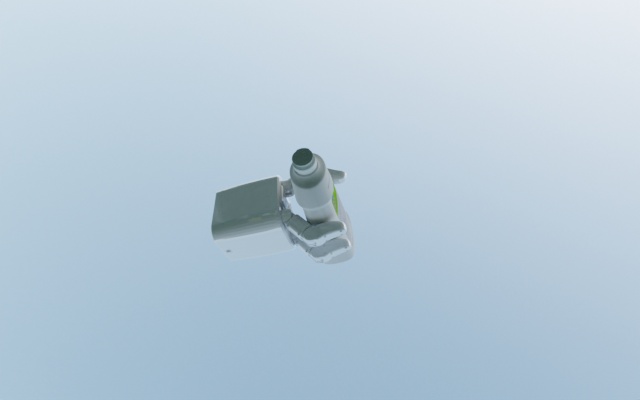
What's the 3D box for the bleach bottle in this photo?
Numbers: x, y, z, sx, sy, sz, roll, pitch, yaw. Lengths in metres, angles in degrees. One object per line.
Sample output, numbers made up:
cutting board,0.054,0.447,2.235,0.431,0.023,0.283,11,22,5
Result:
bleach bottle,0.000,0.002,0.713,0.068,0.102,0.251,-13,-33,5
